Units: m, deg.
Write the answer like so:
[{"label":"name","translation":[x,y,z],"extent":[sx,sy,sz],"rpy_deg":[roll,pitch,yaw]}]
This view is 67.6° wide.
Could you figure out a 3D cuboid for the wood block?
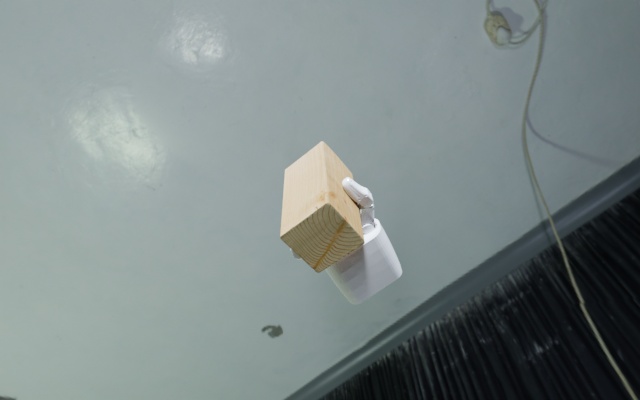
[{"label":"wood block","translation":[0.001,0.003,0.760],"extent":[0.091,0.090,0.206],"rpy_deg":[-35,26,17]}]
